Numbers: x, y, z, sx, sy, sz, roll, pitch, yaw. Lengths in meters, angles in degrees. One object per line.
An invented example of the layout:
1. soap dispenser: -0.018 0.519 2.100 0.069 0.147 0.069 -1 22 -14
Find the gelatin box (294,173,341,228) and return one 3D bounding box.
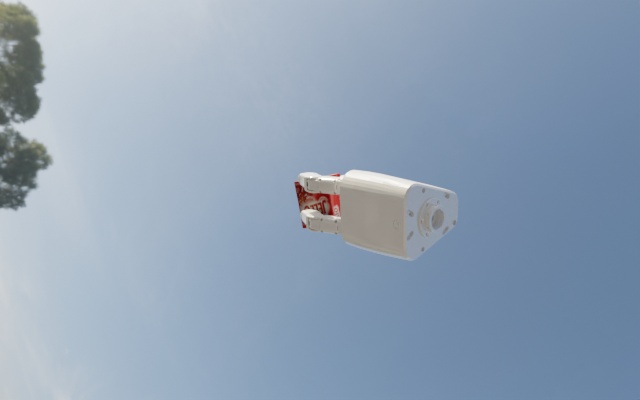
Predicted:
1. gelatin box: 0.000 0.002 0.698 0.030 0.073 0.089 -13 4 -33
